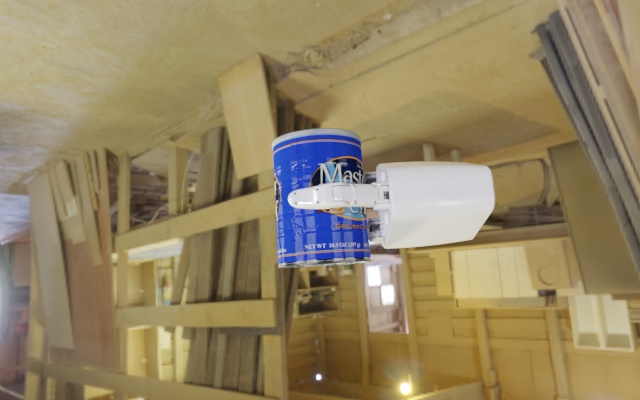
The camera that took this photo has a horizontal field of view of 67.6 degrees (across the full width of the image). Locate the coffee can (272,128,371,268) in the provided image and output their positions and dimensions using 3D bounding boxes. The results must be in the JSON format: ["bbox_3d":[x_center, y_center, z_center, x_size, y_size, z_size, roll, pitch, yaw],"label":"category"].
[{"bbox_3d":[0.000,0.002,0.535,0.103,0.140,0.103,-4,-9,-1],"label":"coffee can"}]
